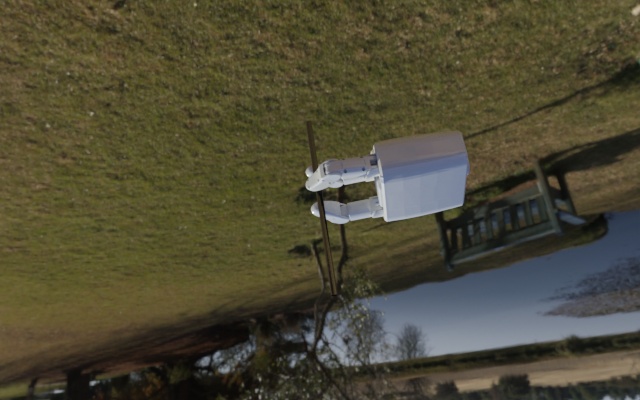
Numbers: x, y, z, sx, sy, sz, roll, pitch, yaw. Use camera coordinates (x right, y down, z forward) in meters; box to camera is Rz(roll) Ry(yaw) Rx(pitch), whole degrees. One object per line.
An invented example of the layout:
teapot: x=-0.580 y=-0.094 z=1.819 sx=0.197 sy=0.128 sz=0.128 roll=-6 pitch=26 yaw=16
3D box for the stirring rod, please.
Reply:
stirring rod: x=0.000 y=0.002 z=0.608 sx=0.011 sy=0.239 sz=0.011 roll=-7 pitch=-23 yaw=-3
